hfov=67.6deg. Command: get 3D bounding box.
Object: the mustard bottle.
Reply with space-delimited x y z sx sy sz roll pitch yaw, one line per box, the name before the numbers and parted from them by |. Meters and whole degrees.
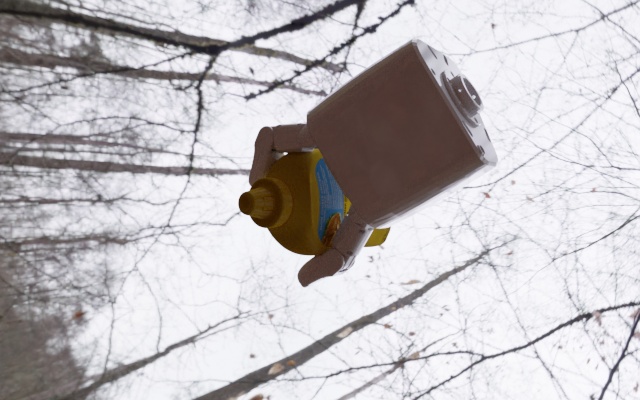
mustard bottle | 0.000 0.002 0.441 0.058 0.096 0.191 -2 0 36
